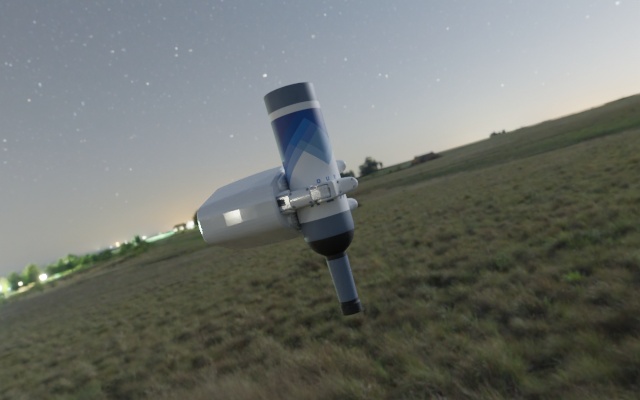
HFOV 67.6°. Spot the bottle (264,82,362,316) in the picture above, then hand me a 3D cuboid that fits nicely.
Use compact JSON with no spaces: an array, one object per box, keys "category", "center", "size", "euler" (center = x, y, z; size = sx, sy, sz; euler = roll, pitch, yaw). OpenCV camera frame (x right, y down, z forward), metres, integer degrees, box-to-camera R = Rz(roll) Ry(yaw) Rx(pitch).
[{"category":"bottle","center":[0.000,0.002,0.611],"size":[0.069,0.295,0.069],"euler":[-16,1,0]}]
